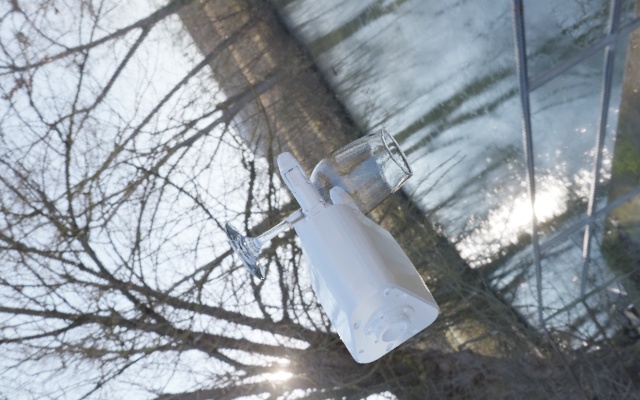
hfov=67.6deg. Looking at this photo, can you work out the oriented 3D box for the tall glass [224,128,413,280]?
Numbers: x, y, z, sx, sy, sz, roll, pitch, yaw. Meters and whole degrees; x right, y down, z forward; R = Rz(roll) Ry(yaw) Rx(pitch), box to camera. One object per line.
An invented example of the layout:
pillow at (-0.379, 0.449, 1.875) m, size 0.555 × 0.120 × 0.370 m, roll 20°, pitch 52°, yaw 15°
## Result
tall glass at (-0.001, 0.002, 0.519) m, size 0.201 × 0.079 × 0.079 m, roll -33°, pitch -1°, yaw 1°
